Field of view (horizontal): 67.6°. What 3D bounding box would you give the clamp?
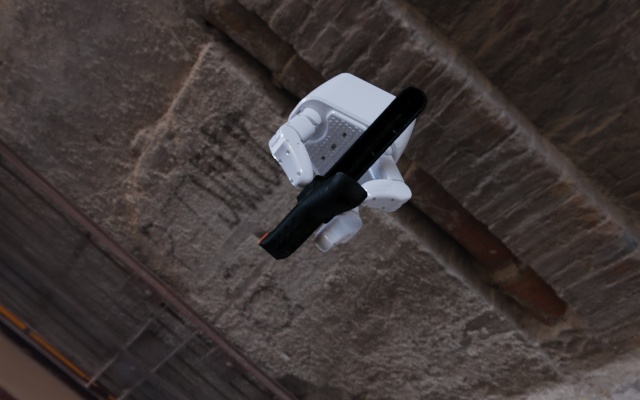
[{"bbox_3d":[-0.001,0.001,0.410,0.210,0.036,0.164,-45,4,36],"label":"clamp"}]
